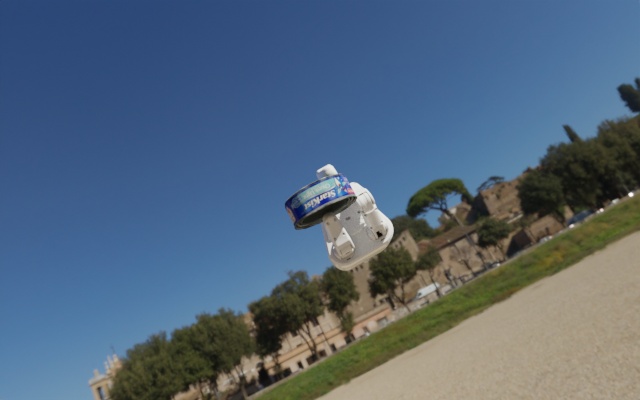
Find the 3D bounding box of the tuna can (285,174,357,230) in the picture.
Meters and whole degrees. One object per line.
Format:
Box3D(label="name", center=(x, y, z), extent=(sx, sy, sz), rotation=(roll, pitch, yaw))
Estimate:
Box3D(label="tuna can", center=(0.000, 0.001, 0.588), extent=(0.086, 0.033, 0.086), rotation=(-26, -12, -6))
